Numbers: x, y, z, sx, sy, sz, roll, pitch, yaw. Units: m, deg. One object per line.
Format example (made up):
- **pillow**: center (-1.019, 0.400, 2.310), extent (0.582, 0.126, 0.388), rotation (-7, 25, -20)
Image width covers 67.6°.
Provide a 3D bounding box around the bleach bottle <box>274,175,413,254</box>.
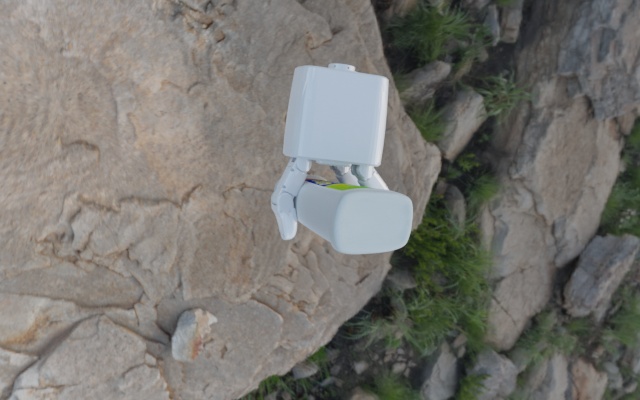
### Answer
- **bleach bottle**: center (0.000, 0.002, 0.598), extent (0.102, 0.068, 0.251), rotation (1, 9, -29)
